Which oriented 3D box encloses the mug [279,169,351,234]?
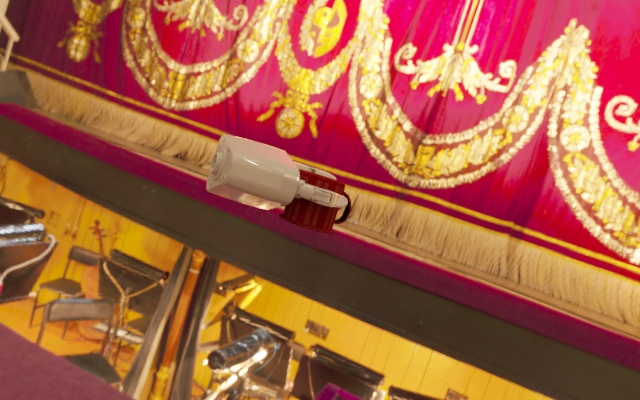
[{"bbox_3d":[0.001,0.003,0.762,0.117,0.081,0.093,15,4,-28],"label":"mug"}]
